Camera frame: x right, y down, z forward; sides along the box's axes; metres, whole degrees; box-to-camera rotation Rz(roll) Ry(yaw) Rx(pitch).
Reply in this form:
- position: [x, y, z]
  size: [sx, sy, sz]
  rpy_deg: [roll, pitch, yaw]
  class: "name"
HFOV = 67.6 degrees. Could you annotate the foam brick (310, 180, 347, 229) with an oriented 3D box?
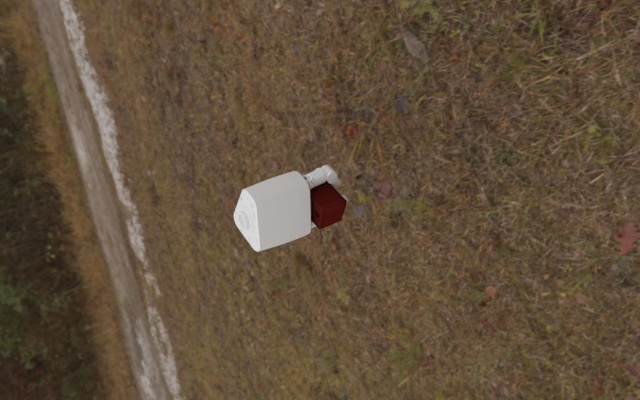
- position: [0.000, 0.003, 0.849]
  size: [0.051, 0.053, 0.078]
  rpy_deg: [-21, 51, -30]
  class: "foam brick"
